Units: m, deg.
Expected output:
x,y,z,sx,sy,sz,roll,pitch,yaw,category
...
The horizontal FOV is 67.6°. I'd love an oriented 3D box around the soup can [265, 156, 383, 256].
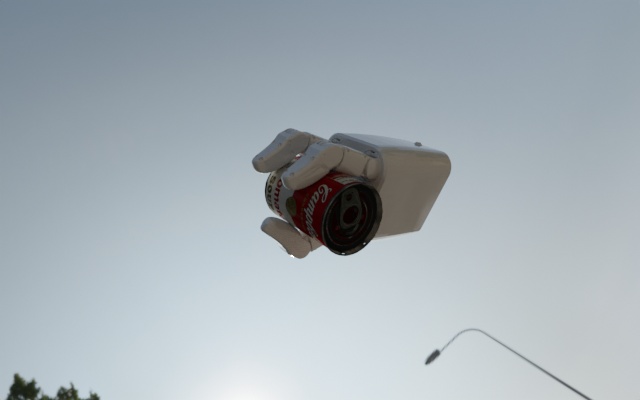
x,y,z,sx,sy,sz,roll,pitch,yaw,category
-0.001,0.002,0.454,0.068,0.068,0.102,0,18,-38,soup can
